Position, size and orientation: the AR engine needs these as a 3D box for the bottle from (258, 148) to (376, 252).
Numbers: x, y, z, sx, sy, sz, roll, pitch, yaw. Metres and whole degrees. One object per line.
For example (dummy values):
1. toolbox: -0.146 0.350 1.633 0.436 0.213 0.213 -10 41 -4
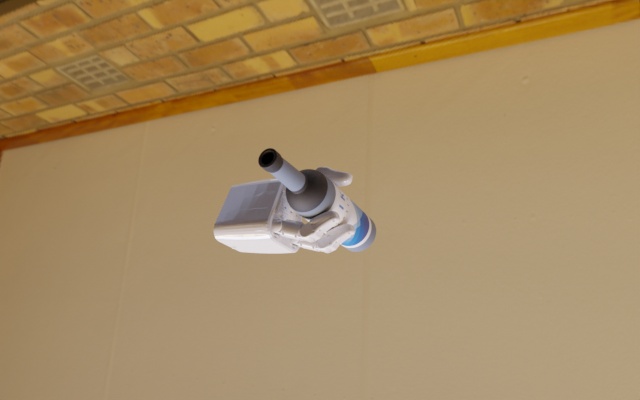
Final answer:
1. bottle: 0.000 0.002 0.703 0.069 0.069 0.296 0 -22 28
